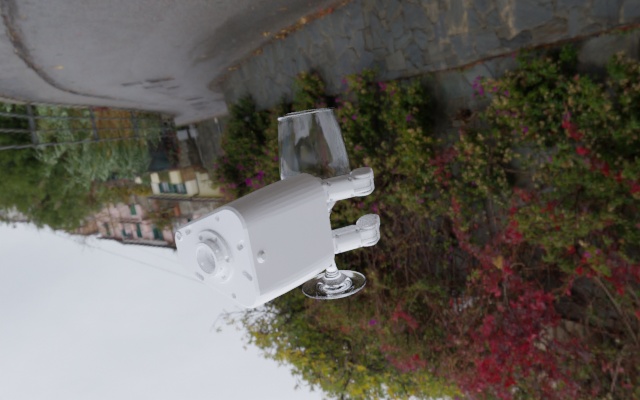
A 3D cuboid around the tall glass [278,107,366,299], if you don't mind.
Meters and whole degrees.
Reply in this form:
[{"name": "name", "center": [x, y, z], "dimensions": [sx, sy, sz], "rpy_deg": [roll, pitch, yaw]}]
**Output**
[{"name": "tall glass", "center": [0.000, 0.002, 0.529], "dimensions": [0.079, 0.201, 0.079], "rpy_deg": [-9, 13, 2]}]
